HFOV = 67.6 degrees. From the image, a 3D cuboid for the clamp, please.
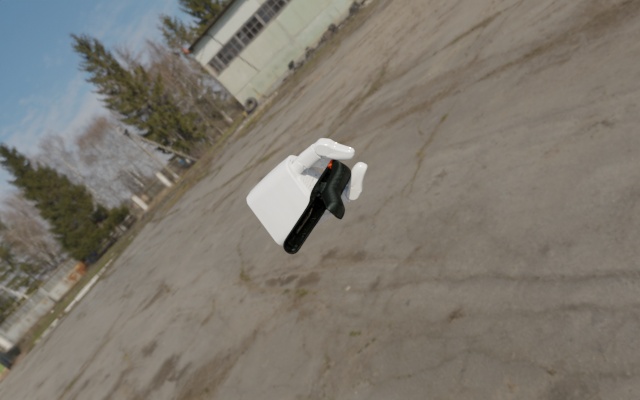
[{"bbox_3d":[0.000,0.002,0.690,0.120,0.039,0.171,-36,18,29],"label":"clamp"}]
